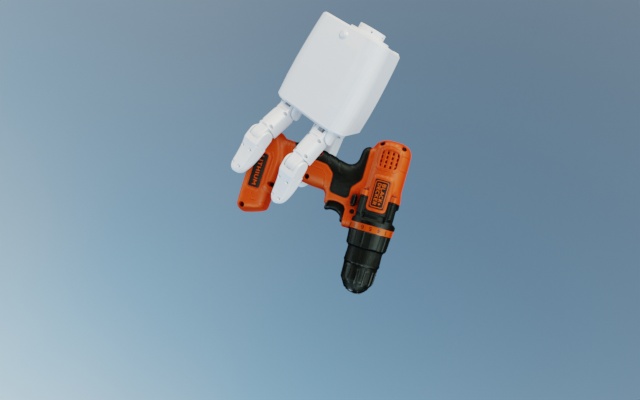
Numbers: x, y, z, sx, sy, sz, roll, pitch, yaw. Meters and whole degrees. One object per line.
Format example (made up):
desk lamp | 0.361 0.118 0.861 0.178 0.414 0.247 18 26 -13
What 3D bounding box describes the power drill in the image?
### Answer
power drill | 0.000 0.001 0.575 0.187 0.184 0.057 16 -3 8
